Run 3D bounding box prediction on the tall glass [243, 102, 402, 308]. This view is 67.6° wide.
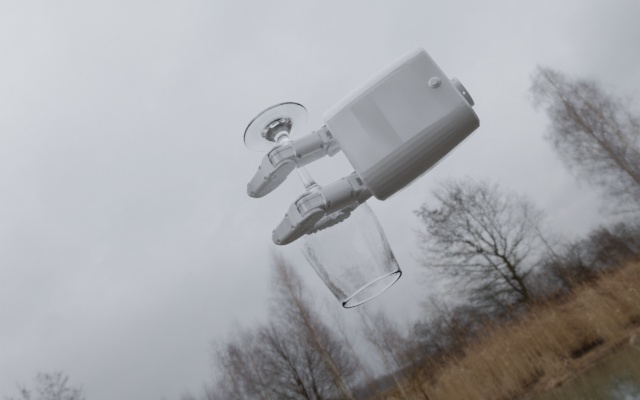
[{"bbox_3d":[0.000,0.001,0.463,0.079,0.201,0.079,-25,-23,-12],"label":"tall glass"}]
